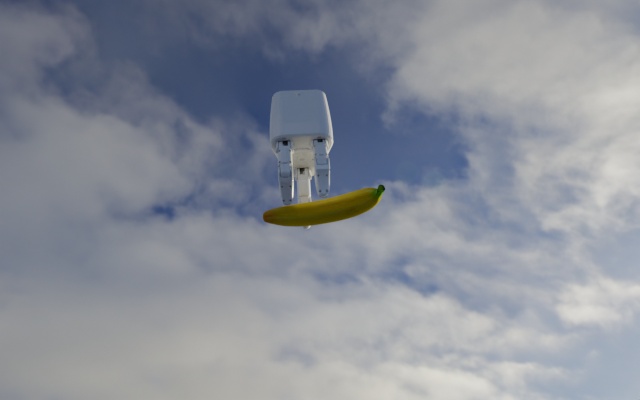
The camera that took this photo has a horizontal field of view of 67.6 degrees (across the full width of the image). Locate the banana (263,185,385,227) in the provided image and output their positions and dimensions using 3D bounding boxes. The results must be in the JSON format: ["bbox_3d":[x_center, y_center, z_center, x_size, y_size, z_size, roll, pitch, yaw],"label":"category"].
[{"bbox_3d":[0.011,0.009,0.730,0.198,0.037,0.070,-15,-31,19],"label":"banana"}]
